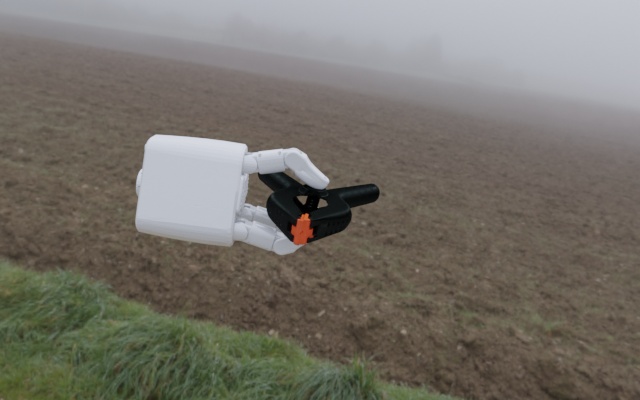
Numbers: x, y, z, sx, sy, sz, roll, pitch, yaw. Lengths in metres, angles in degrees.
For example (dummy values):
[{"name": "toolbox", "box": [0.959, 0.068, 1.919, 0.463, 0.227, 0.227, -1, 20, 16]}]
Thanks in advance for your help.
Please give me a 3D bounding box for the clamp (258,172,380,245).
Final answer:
[{"name": "clamp", "box": [0.000, 0.001, 0.559, 0.164, 0.036, 0.210, 8, 17, -5]}]
